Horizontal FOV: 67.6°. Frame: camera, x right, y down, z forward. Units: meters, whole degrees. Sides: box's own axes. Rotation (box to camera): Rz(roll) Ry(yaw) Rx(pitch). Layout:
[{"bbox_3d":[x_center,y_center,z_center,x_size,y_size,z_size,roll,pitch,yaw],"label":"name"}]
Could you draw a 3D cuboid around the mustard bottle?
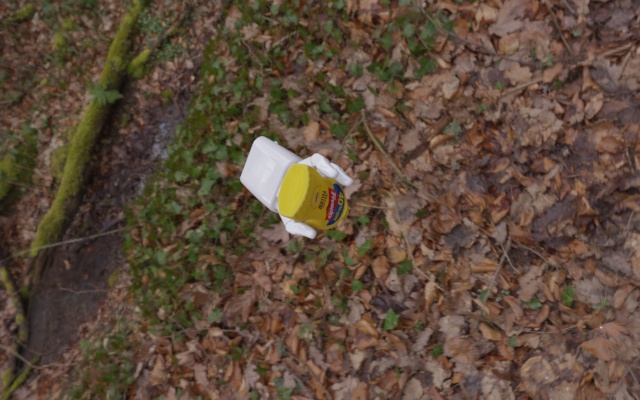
[{"bbox_3d":[0.000,0.003,0.880,0.058,0.096,0.192,10,-8,33],"label":"mustard bottle"}]
